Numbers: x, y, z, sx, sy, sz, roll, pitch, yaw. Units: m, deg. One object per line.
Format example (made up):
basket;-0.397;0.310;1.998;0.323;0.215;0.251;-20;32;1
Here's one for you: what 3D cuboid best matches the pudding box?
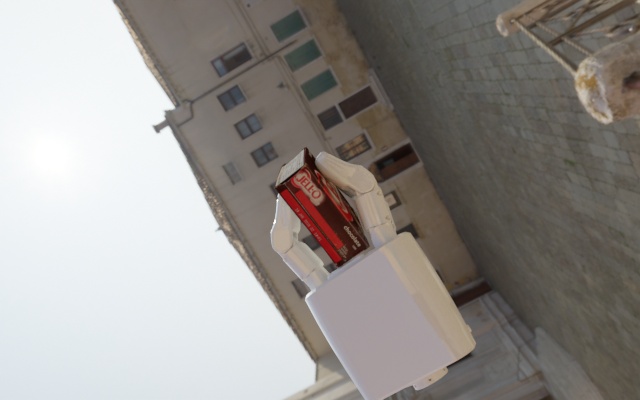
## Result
pudding box;0.000;0.002;0.444;0.039;0.090;0.113;-36;12;4
